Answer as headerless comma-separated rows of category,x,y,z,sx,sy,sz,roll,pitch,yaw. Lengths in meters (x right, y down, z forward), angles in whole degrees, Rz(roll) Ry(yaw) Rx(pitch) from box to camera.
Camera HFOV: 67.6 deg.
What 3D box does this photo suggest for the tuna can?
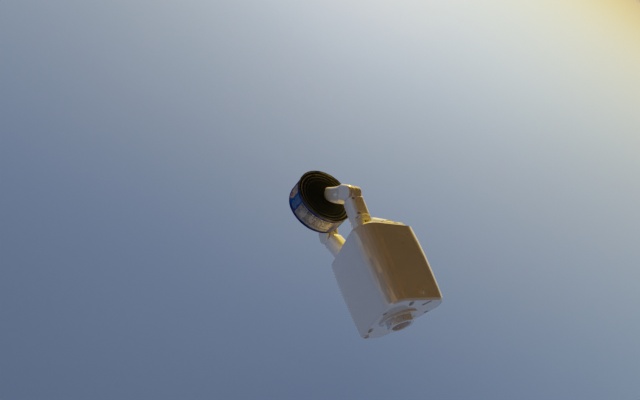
tuna can,0.000,0.002,0.663,0.086,0.086,0.034,0,-35,-38
